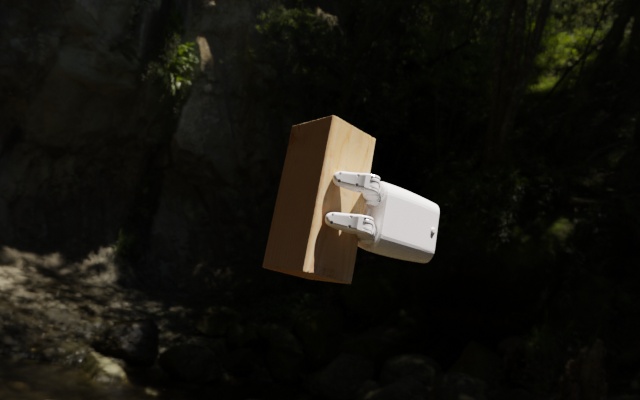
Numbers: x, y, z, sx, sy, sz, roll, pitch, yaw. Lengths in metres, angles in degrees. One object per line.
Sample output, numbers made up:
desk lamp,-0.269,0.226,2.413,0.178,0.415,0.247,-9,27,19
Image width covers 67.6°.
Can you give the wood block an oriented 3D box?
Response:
wood block,0.000,0.002,0.657,0.090,0.206,0.091,22,-17,-38
